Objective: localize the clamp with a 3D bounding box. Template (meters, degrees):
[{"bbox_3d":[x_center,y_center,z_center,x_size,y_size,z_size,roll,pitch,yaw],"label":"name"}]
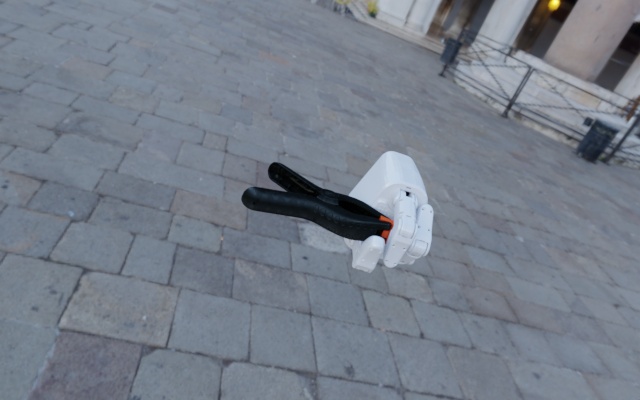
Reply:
[{"bbox_3d":[0.000,0.001,0.552,0.171,0.039,0.120,20,28,-7],"label":"clamp"}]
